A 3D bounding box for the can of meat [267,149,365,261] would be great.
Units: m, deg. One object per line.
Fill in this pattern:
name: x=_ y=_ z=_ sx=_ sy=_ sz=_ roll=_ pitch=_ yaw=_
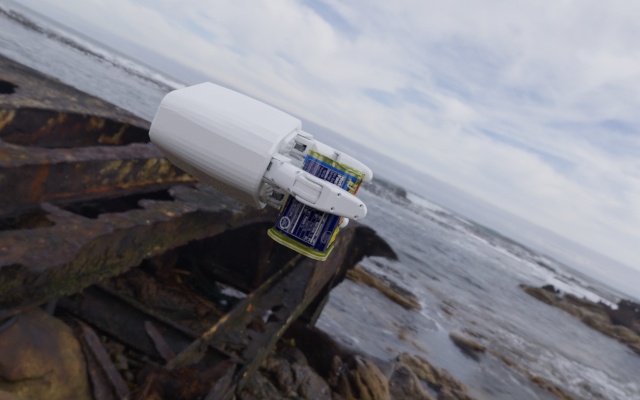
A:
can of meat: x=0.000 y=0.001 z=0.450 sx=0.057 sy=0.084 sz=0.102 roll=26 pitch=6 yaw=5
